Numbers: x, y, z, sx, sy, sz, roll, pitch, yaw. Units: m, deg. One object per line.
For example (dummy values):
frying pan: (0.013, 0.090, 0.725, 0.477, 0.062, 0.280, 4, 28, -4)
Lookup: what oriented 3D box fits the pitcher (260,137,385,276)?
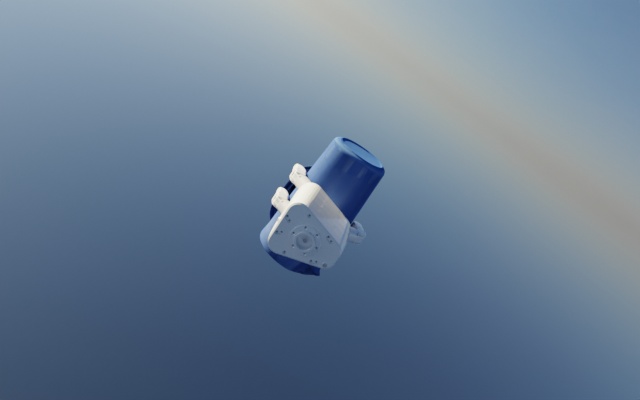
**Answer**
pitcher: (0.000, 0.003, 0.873, 0.149, 0.243, 0.145, 35, 19, -2)
